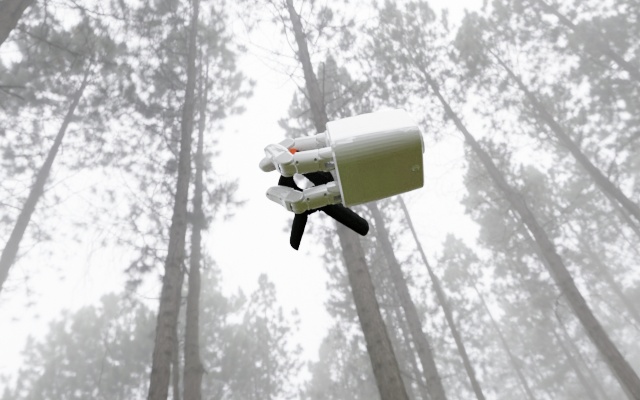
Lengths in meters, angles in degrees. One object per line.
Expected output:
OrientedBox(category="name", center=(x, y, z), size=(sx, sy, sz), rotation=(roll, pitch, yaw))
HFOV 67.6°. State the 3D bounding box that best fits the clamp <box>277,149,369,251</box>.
OrientedBox(category="clamp", center=(0.000, 0.002, 0.657), size=(0.120, 0.172, 0.039), rotation=(-11, 43, 3))
